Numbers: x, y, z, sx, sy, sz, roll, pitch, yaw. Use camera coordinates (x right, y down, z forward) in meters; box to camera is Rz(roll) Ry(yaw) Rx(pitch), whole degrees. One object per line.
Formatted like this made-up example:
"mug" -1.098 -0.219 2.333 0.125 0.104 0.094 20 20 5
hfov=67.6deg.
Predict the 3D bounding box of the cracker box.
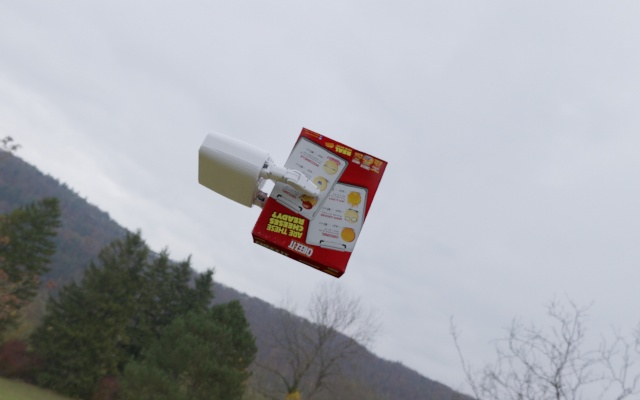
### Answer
"cracker box" 0.000 0.002 0.818 0.164 0.213 0.072 23 -20 3
